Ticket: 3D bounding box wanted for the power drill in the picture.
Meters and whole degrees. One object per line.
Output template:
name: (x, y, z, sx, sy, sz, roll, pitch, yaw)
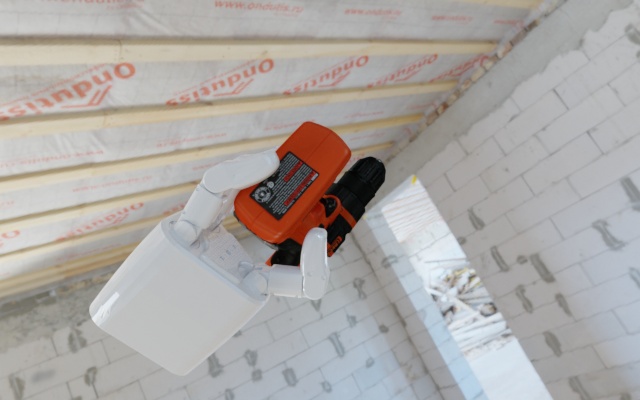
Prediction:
power drill: (0.000, 0.002, 0.468, 0.057, 0.184, 0.188, 35, -11, 20)
